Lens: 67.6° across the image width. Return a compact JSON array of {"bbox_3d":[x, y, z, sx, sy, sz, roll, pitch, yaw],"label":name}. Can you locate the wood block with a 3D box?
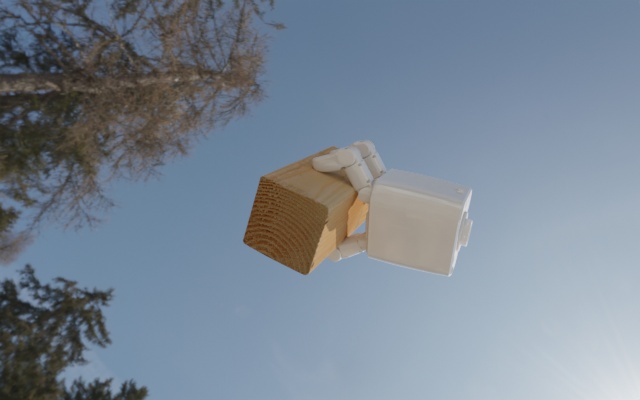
[{"bbox_3d":[0.000,0.002,0.615,0.090,0.091,0.206,25,24,16],"label":"wood block"}]
